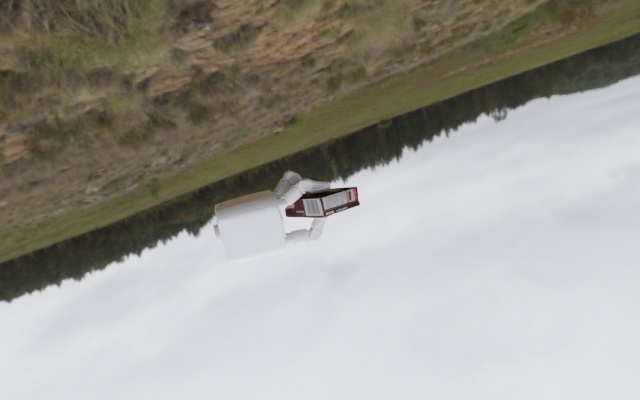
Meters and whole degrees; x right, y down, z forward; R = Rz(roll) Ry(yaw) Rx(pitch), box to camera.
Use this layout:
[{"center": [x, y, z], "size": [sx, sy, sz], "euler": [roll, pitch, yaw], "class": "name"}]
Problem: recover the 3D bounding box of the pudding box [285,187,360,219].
[{"center": [0.000, 0.003, 0.857], "size": [0.090, 0.039, 0.113], "euler": [-18, 12, -38], "class": "pudding box"}]
